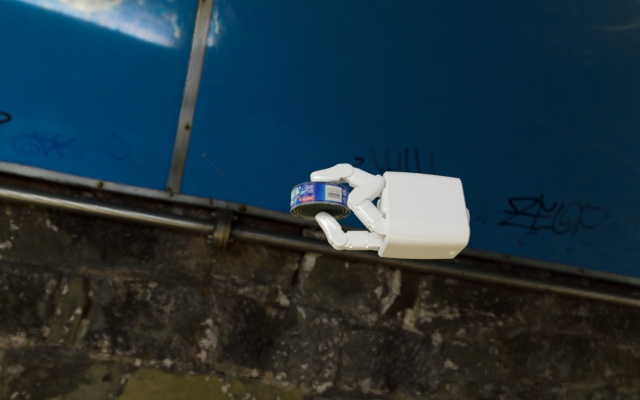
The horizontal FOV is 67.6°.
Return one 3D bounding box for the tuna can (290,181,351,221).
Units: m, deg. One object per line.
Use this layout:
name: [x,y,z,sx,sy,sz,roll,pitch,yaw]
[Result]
tuna can: [0.000,0.002,0.685,0.086,0.033,0.086,1,-19,0]
